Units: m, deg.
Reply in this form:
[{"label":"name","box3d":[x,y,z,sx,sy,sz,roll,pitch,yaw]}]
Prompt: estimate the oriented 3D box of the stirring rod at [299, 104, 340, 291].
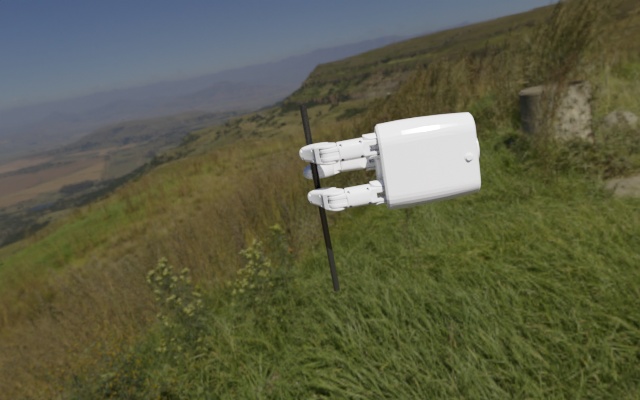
[{"label":"stirring rod","box3d":[0.000,0.002,0.593,0.011,0.239,0.011,-10,14,3]}]
